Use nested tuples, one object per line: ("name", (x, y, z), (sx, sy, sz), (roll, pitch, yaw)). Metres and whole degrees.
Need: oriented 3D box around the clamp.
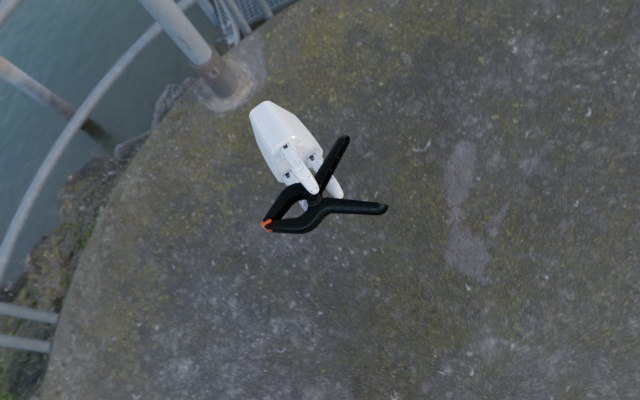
("clamp", (-0.001, 0.002, 0.802), (0.210, 0.164, 0.036), (-35, -30, 3))
